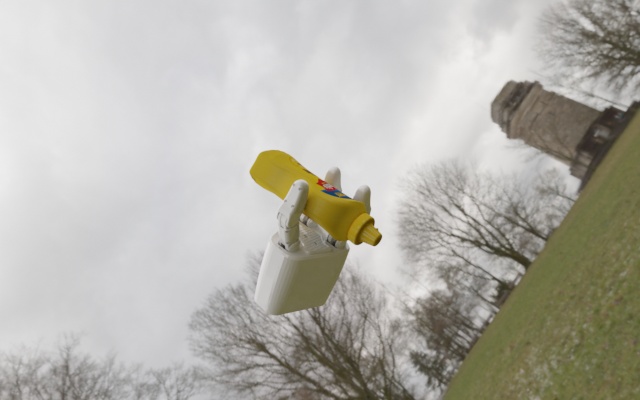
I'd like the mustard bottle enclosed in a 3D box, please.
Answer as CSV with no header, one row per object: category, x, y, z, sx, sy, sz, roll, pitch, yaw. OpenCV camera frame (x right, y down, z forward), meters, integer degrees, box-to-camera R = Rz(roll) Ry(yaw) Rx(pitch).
mustard bottle,0.000,0.002,0.625,0.191,0.058,0.096,35,7,27
